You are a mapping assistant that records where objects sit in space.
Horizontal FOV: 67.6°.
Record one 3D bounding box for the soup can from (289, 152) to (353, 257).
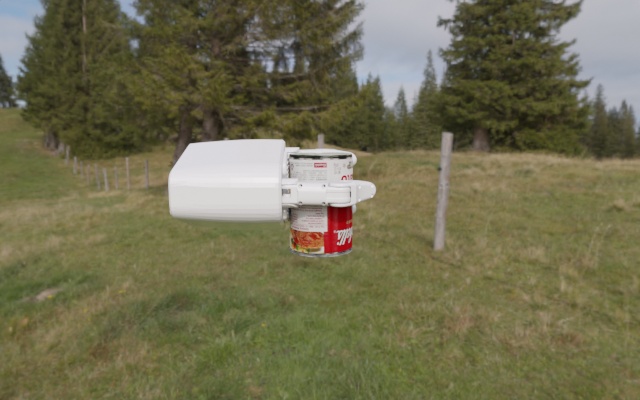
[{"bbox_3d":[0.001,0.001,0.500,0.068,0.102,0.068,0,8,0],"label":"soup can"}]
